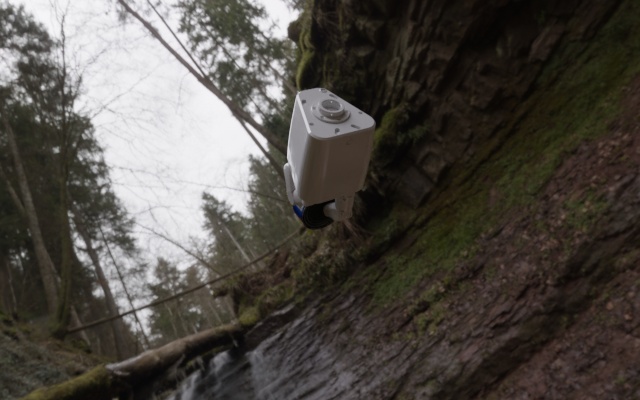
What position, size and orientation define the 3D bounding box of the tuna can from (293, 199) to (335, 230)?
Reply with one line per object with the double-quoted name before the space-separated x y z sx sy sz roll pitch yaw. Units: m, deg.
"tuna can" 0.000 0.002 0.745 0.086 0.086 0.033 0 37 -43
